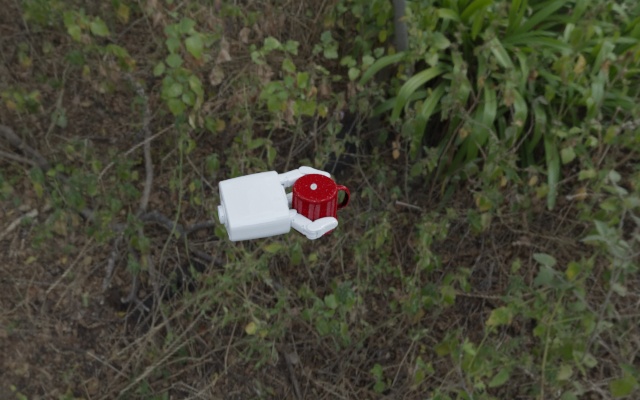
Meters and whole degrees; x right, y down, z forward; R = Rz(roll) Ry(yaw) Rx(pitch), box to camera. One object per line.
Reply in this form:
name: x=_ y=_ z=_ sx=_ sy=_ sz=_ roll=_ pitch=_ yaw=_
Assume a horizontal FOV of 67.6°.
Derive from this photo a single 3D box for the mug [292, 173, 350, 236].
mug: x=0.002 y=0.002 z=0.873 sx=0.117 sy=0.082 sz=0.093 roll=-11 pitch=45 yaw=-16
